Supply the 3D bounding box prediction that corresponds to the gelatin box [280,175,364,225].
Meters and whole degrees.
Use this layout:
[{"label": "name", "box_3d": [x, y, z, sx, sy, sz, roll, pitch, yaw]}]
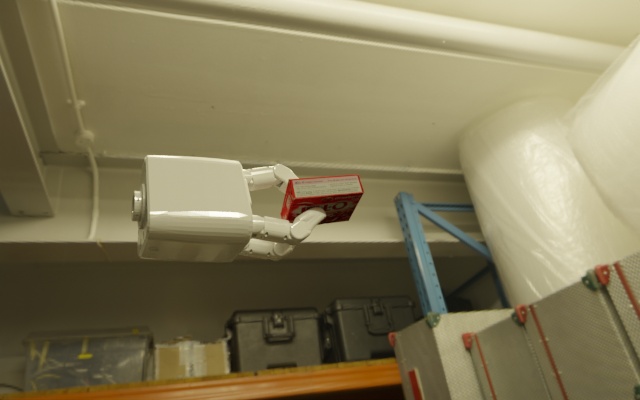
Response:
[{"label": "gelatin box", "box_3d": [0.000, 0.001, 0.583, 0.089, 0.030, 0.073, -6, -28, -16]}]
